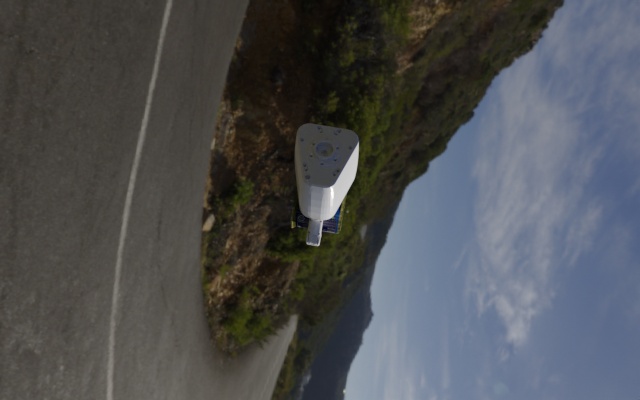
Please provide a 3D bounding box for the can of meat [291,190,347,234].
[{"bbox_3d":[0.000,0.003,0.818,0.084,0.102,0.057,10,-30,3],"label":"can of meat"}]
